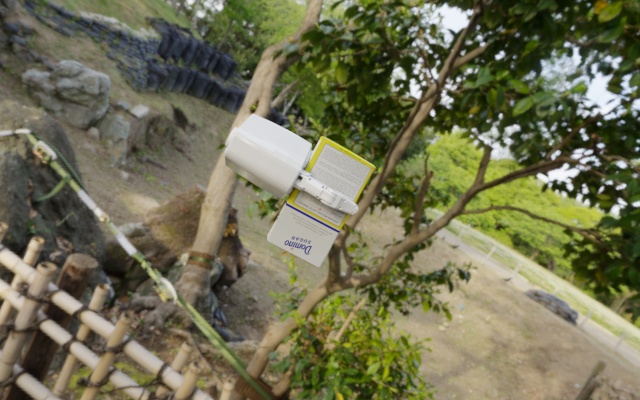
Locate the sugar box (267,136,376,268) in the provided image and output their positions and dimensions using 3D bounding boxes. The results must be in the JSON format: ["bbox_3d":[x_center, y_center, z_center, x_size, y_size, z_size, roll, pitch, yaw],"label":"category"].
[{"bbox_3d":[0.000,0.002,0.721,0.093,0.176,0.048,29,7,-8],"label":"sugar box"}]
